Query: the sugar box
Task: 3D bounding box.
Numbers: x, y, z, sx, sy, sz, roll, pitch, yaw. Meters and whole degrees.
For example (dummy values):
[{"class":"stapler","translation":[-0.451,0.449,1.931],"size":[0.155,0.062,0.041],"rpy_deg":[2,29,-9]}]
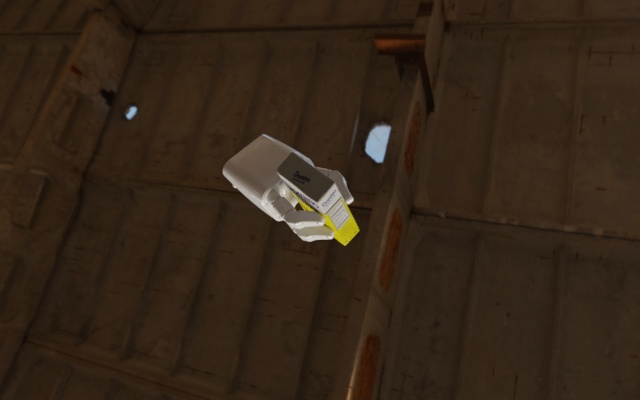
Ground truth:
[{"class":"sugar box","translation":[0.000,0.003,0.755],"size":[0.093,0.048,0.176],"rpy_deg":[37,-8,29]}]
